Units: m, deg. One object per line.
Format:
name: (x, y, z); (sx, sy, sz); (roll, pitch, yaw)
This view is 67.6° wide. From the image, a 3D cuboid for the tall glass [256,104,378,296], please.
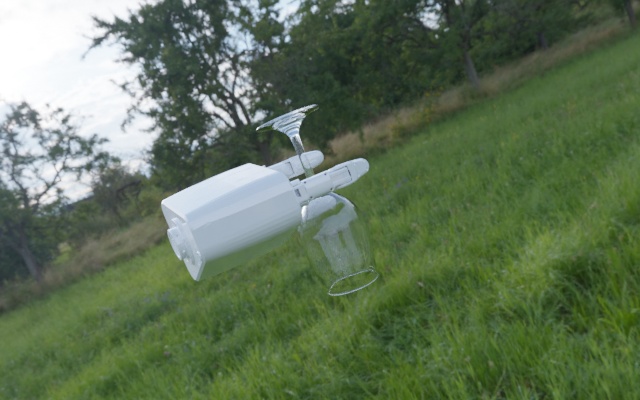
tall glass: (0.000, 0.001, 0.531); (0.079, 0.201, 0.079); (-22, 5, 2)
